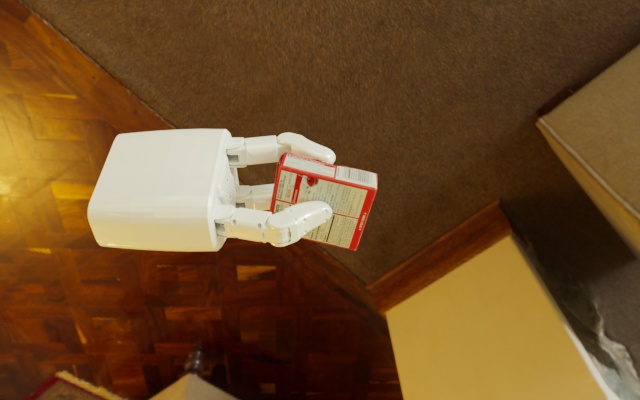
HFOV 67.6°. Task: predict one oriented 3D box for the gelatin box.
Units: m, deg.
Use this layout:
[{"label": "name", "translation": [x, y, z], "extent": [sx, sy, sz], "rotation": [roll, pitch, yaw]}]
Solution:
[{"label": "gelatin box", "translation": [0.000, 0.002, 0.435], "extent": [0.089, 0.073, 0.030], "rotation": [13, 35, -2]}]
